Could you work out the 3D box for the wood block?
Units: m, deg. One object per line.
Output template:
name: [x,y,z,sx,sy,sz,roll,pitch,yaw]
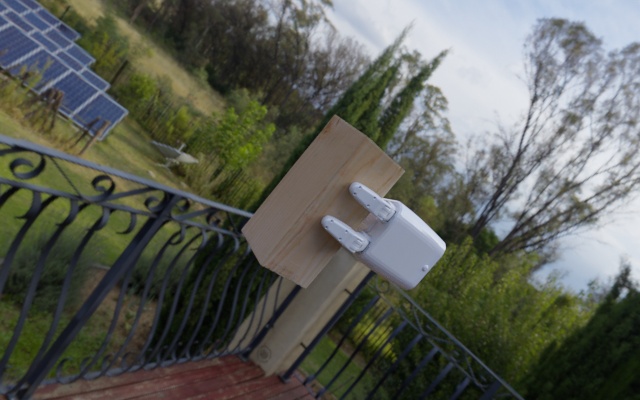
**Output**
wood block: [0.000,0.002,0.643,0.090,0.206,0.090,35,7,-36]
